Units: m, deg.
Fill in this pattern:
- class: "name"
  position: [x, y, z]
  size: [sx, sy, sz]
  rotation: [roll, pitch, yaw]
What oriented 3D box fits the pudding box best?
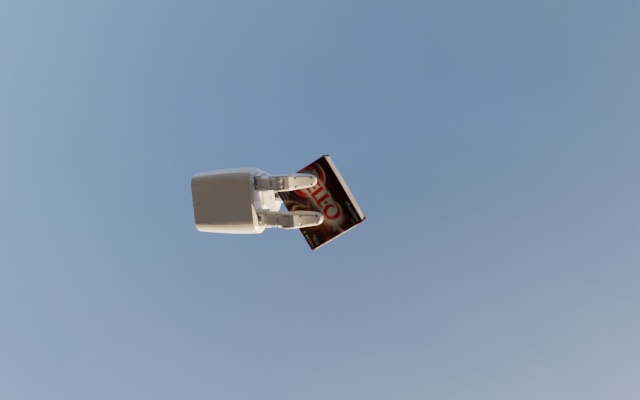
- class: "pudding box"
  position: [0.000, 0.002, 0.702]
  size: [0.090, 0.113, 0.039]
  rotation: [-32, 1, 18]
